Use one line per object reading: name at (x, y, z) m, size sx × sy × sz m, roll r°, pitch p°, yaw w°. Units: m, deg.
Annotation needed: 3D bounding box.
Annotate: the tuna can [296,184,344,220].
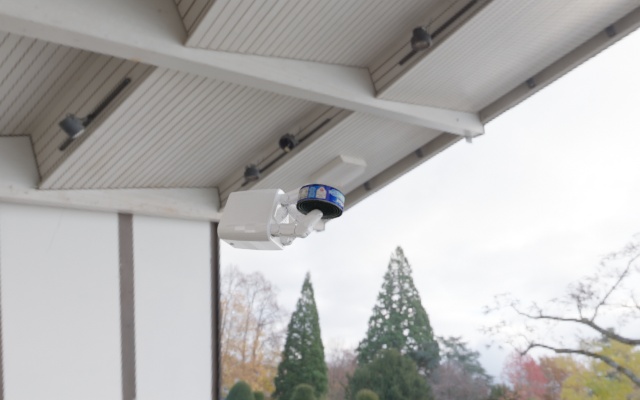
tuna can at (0.000, 0.002, 0.864) m, size 0.086 × 0.033 × 0.086 m, roll 8°, pitch -23°, yaw 3°
